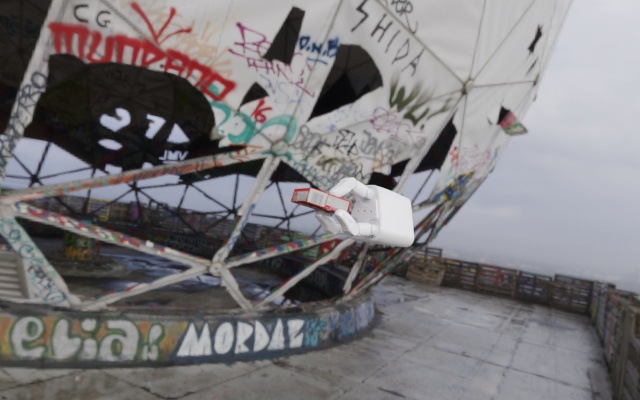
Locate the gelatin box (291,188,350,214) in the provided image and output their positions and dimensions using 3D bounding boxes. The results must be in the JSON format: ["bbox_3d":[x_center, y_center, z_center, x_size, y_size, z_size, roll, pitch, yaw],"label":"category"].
[{"bbox_3d":[0.000,0.002,0.889,0.089,0.030,0.073,18,-8,-25],"label":"gelatin box"}]
